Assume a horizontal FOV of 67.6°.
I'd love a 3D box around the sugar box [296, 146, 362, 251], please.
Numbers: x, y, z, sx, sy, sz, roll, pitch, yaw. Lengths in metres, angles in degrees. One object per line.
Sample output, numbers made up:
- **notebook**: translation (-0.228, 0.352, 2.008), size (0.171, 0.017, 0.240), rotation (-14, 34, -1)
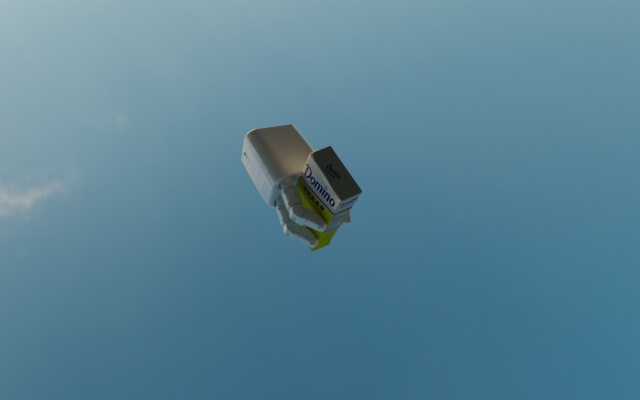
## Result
- **sugar box**: translation (0.000, 0.003, 0.769), size (0.048, 0.093, 0.176), rotation (-24, -22, -25)
